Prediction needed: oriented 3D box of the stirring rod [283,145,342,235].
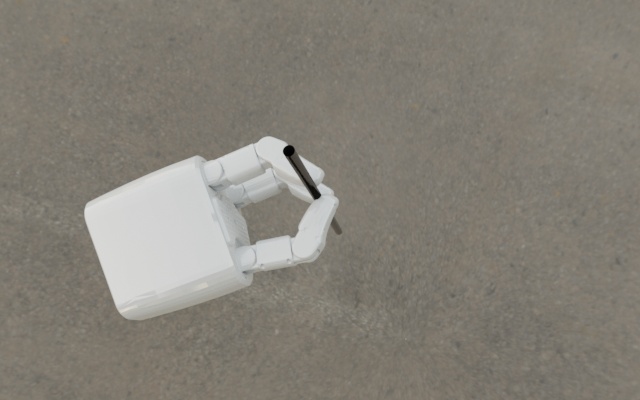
[{"bbox_3d":[0.000,0.001,0.418,0.011,0.011,0.239,0,-16,10],"label":"stirring rod"}]
